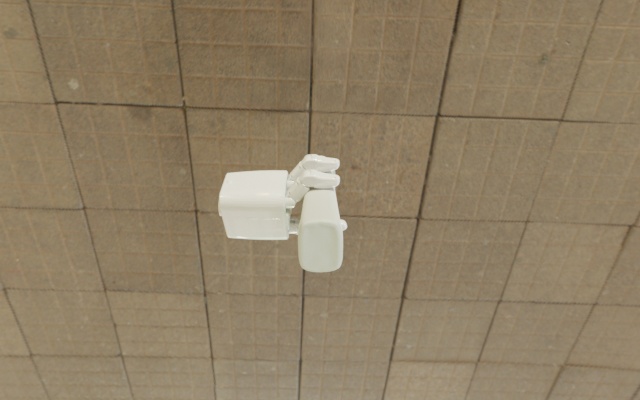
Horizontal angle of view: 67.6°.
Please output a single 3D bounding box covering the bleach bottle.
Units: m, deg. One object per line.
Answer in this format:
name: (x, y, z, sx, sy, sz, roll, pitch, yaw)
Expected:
bleach bottle: (0.000, 0.003, 0.811, 0.068, 0.103, 0.250, 0, 32, 0)
